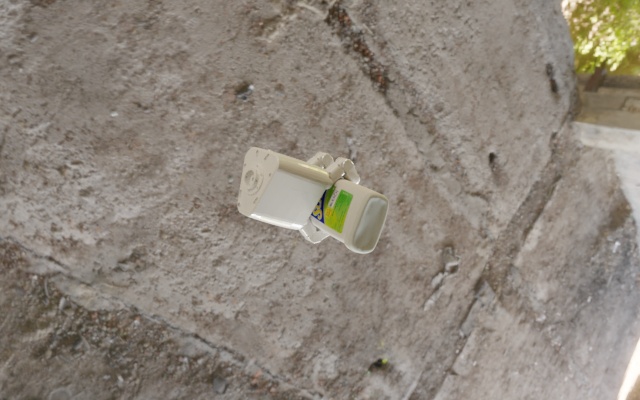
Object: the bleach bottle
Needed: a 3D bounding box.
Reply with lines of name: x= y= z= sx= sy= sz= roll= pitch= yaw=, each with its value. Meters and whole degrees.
bleach bottle: x=0.000 y=0.003 z=0.831 sx=0.068 sy=0.102 sz=0.250 roll=16 pitch=4 yaw=-43
